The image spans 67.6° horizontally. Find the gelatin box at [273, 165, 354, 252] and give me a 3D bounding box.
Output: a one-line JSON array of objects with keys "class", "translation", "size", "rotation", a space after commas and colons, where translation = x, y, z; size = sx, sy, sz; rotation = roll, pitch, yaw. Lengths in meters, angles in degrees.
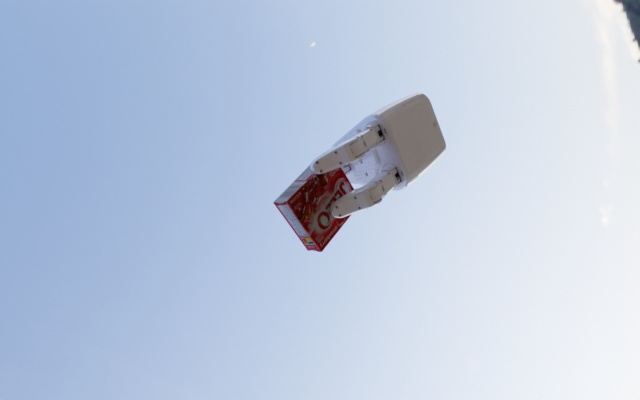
[{"class": "gelatin box", "translation": [0.000, 0.002, 0.541], "size": [0.030, 0.073, 0.089], "rotation": [-3, 37, 50]}]
